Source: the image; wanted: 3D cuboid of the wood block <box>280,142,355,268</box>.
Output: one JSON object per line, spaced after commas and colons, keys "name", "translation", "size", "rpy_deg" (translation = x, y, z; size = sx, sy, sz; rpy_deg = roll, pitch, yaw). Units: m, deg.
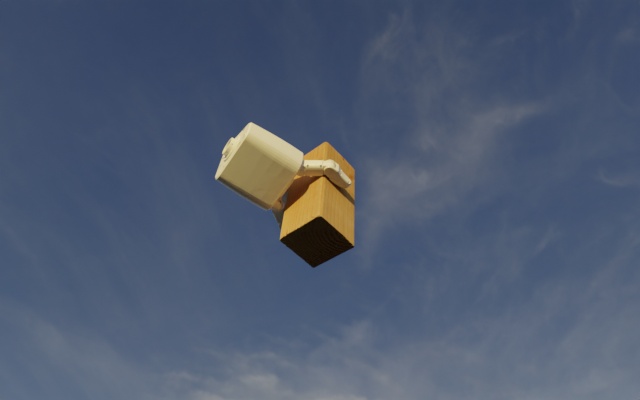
{"name": "wood block", "translation": [0.000, 0.002, 0.846], "size": [0.091, 0.206, 0.090], "rpy_deg": [-31, -58, 27]}
